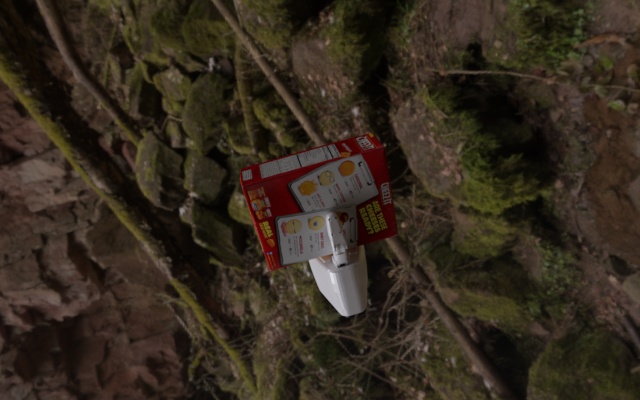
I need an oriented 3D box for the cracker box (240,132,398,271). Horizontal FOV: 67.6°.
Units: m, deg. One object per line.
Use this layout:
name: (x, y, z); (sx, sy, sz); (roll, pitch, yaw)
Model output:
cracker box: (0.000, 0.003, 0.742); (0.213, 0.164, 0.072); (-16, 32, -4)
